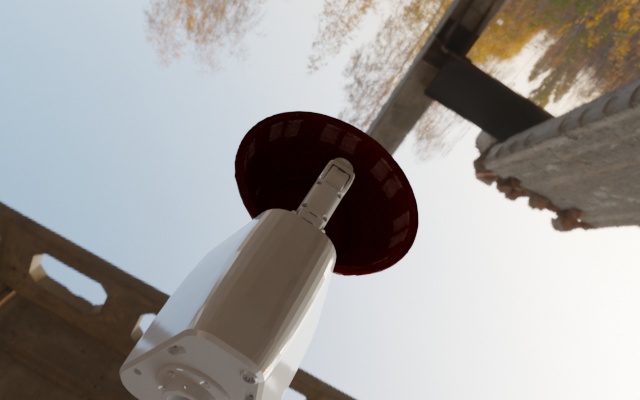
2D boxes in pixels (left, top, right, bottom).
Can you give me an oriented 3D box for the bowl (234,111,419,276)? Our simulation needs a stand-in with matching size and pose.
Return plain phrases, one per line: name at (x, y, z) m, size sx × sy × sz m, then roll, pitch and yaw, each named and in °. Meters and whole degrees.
bowl at (0.001, 0.001, 0.406) m, size 0.162 × 0.162 × 0.055 m, roll 0°, pitch -34°, yaw -28°
